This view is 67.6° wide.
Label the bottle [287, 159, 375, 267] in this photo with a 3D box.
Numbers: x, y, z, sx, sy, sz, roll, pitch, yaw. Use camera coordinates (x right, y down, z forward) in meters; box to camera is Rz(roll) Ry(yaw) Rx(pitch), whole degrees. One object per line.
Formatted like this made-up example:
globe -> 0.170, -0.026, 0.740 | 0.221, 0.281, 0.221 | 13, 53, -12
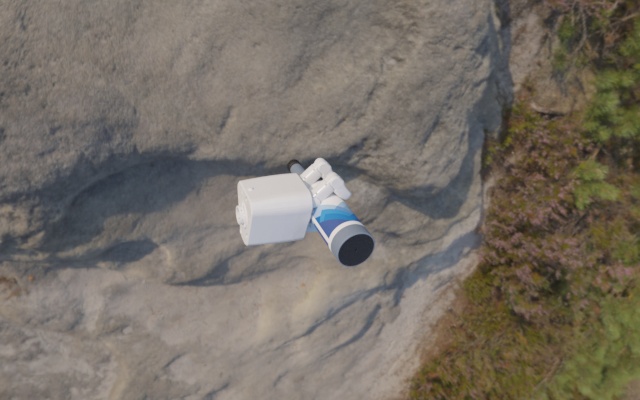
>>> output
bottle -> 0.000, 0.003, 0.857 | 0.069, 0.069, 0.295 | 0, 31, -26
